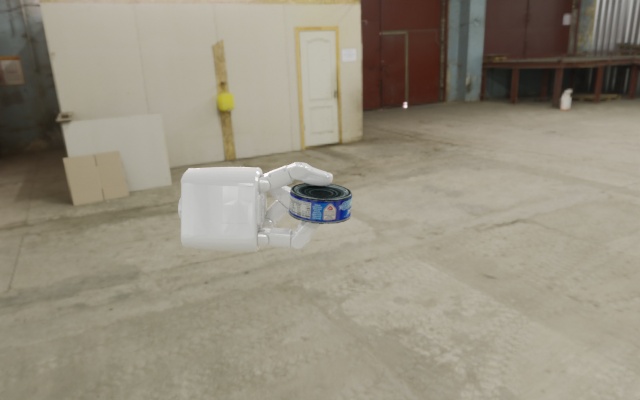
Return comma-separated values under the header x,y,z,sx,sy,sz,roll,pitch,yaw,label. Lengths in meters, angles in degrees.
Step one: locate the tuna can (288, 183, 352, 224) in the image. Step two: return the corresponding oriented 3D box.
x,y,z,sx,sy,sz,roll,pitch,yaw,label
0.000,0.002,0.647,0.086,0.034,0.086,4,17,-1,tuna can
